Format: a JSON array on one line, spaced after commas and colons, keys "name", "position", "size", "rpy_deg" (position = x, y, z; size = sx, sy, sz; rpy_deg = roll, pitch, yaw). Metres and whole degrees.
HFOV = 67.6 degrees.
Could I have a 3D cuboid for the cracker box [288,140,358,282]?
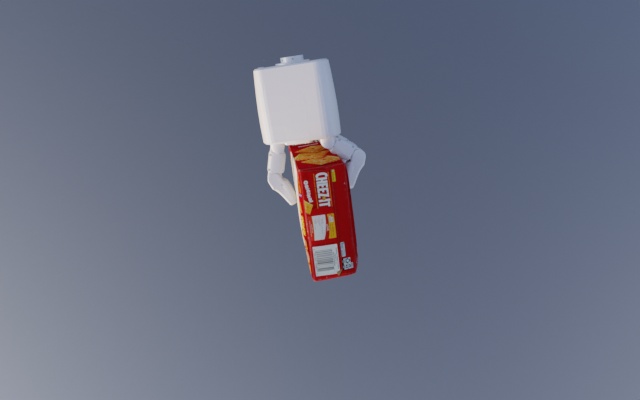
[{"name": "cracker box", "position": [0.000, 0.002, 0.738], "size": [0.072, 0.164, 0.213], "rpy_deg": [-9, 17, -4]}]
